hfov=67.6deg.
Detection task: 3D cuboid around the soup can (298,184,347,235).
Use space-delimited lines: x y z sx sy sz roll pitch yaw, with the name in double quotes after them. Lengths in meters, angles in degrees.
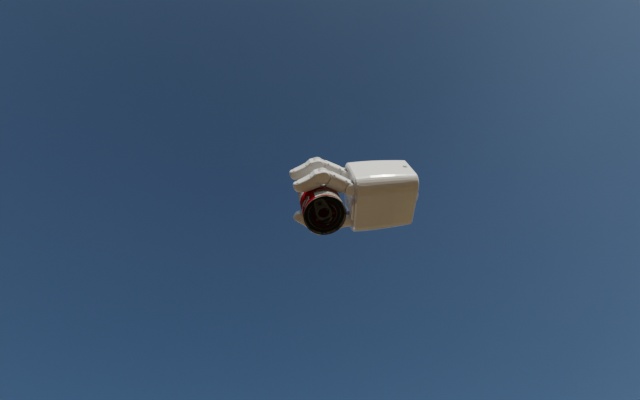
0.000 0.003 0.784 0.068 0.068 0.102 0 25 -9 "soup can"
